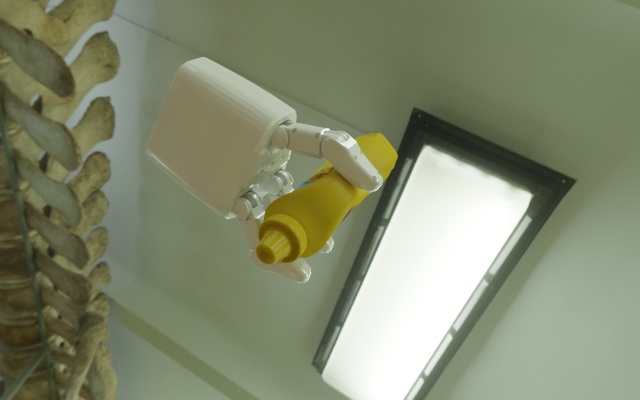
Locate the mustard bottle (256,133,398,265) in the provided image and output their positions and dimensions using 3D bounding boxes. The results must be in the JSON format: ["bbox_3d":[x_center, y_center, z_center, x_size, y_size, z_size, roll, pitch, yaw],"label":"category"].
[{"bbox_3d":[0.000,0.002,0.445,0.096,0.058,0.191,-34,5,38],"label":"mustard bottle"}]
